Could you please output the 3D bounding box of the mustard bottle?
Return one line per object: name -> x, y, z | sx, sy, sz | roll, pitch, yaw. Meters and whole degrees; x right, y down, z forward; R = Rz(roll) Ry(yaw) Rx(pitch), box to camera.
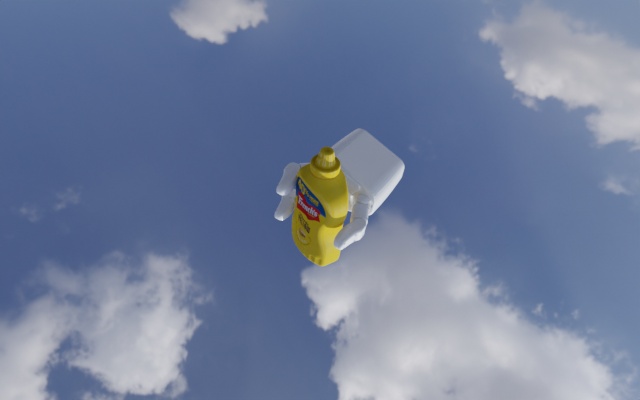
mustard bottle -> 0.000, 0.003, 0.689 | 0.058, 0.192, 0.096 | -19, 50, -25
